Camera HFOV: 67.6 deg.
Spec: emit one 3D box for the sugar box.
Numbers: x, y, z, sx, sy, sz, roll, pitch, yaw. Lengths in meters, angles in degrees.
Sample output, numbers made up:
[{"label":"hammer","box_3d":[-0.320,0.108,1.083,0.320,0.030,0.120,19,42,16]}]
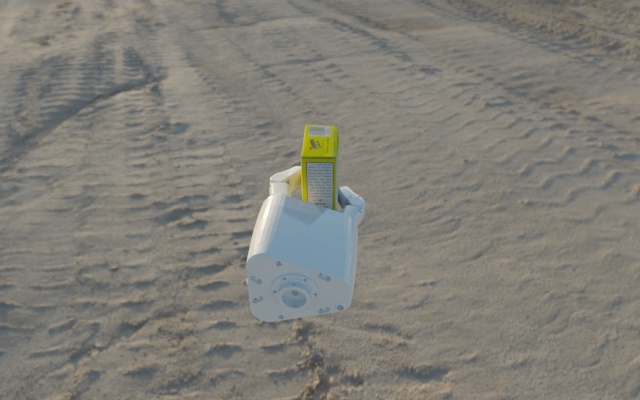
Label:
[{"label":"sugar box","box_3d":[0.000,0.002,0.609,0.048,0.176,0.093,3,32,1]}]
